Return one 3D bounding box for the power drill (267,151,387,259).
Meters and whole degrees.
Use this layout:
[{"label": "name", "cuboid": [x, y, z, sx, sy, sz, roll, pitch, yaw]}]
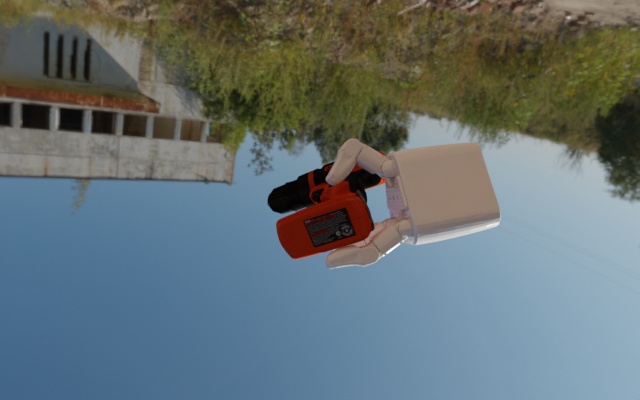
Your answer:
[{"label": "power drill", "cuboid": [0.000, 0.002, 0.610, 0.184, 0.057, 0.187, -20, 19, 15]}]
